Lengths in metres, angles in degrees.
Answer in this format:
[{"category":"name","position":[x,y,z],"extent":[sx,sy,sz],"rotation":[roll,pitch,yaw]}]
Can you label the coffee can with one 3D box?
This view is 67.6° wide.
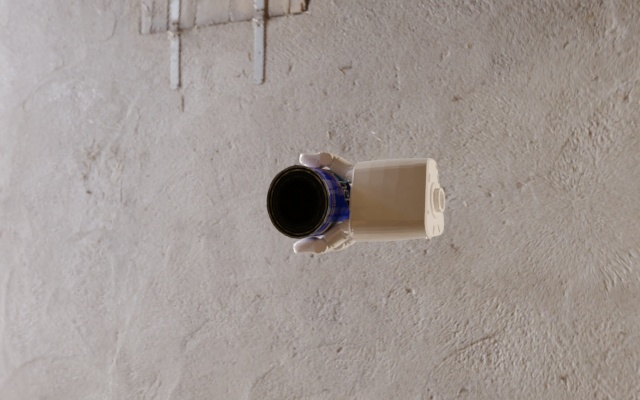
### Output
[{"category":"coffee can","position":[0.000,0.002,0.717],"extent":[0.103,0.103,0.140],"rotation":[0,0,28]}]
